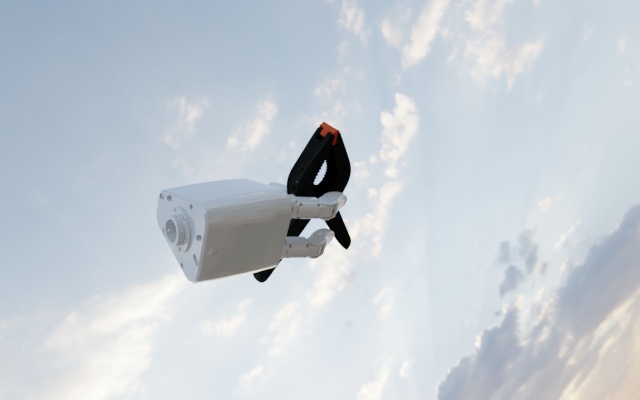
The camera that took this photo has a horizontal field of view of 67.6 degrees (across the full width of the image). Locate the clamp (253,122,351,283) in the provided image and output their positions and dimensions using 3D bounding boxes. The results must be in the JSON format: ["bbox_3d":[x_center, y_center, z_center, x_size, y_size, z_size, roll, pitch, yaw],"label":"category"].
[{"bbox_3d":[0.000,0.001,0.616,0.164,0.210,0.036,-10,35,-44],"label":"clamp"}]
